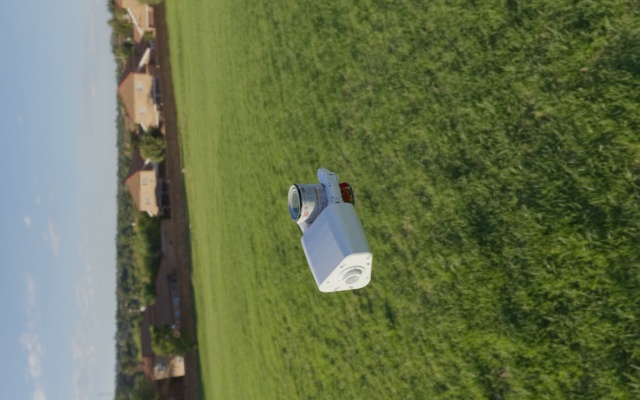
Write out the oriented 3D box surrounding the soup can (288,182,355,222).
[{"bbox_3d":[0.000,0.002,0.850,0.102,0.068,0.068,-3,1,-22],"label":"soup can"}]
